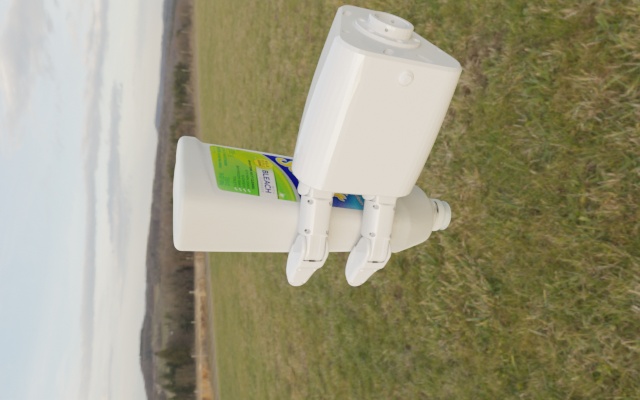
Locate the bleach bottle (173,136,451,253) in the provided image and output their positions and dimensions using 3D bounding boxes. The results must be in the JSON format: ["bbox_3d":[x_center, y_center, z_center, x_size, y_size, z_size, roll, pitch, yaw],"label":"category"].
[{"bbox_3d":[0.000,0.002,0.431,0.251,0.068,0.102,4,37,-20],"label":"bleach bottle"}]
